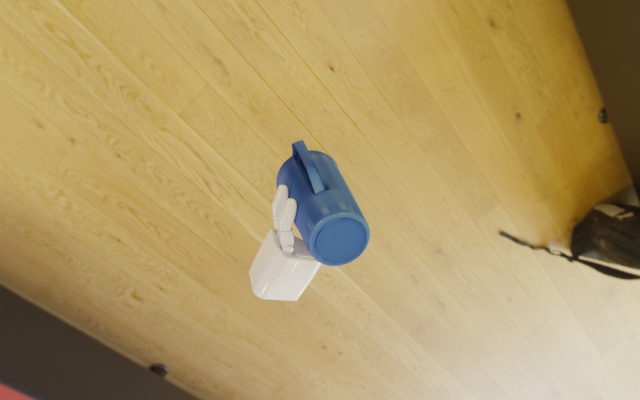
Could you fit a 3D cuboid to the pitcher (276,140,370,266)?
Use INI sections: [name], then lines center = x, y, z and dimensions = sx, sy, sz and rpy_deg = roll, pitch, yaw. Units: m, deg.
[pitcher]
center = 0.000, 0.003, 0.879
dimensions = 0.149, 0.145, 0.242
rpy_deg = 23, 19, -26
